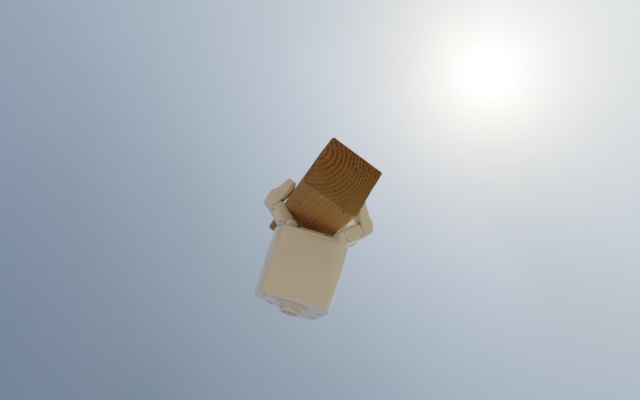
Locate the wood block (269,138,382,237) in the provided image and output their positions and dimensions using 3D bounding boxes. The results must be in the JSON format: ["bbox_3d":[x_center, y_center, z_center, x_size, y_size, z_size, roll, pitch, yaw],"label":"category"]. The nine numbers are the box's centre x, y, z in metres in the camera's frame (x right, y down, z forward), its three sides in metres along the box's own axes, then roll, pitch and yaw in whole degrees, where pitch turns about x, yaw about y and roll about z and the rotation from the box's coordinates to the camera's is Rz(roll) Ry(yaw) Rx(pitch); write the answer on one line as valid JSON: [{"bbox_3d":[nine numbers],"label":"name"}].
[{"bbox_3d":[0.000,0.003,0.749,0.091,0.090,0.206,35,-28,-4],"label":"wood block"}]
